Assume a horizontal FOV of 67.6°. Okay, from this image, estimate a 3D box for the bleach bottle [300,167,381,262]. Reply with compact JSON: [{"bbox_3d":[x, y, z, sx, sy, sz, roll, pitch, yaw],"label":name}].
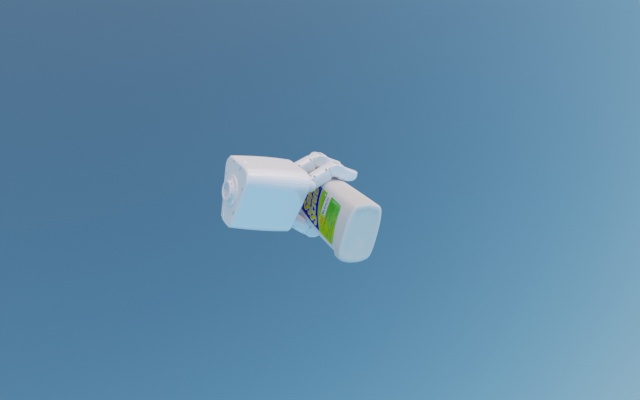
[{"bbox_3d":[0.000,0.003,0.811,0.068,0.102,0.250,2,20,-33],"label":"bleach bottle"}]
